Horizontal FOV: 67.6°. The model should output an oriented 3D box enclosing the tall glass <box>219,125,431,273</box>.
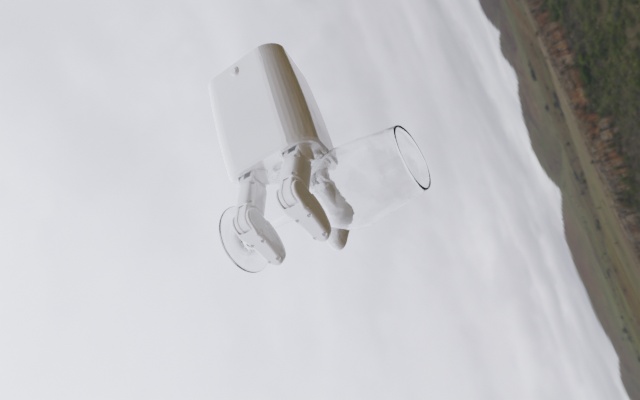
[{"bbox_3d":[0.000,0.002,0.454,0.201,0.079,0.079,-26,-13,28],"label":"tall glass"}]
